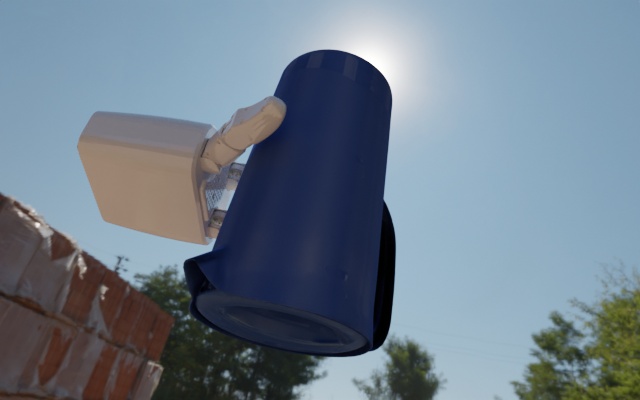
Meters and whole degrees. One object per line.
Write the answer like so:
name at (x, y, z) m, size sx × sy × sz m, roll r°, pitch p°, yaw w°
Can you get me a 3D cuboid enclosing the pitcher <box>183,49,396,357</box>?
pitcher at (0.000, 0.001, 0.401) m, size 0.145 × 0.242 × 0.149 m, roll 8°, pitch -29°, yaw 9°
